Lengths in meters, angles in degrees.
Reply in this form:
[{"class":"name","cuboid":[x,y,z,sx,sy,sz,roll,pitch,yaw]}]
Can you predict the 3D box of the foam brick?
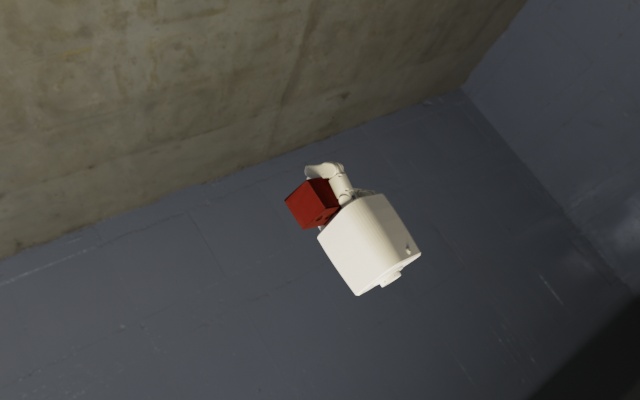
[{"class":"foam brick","cuboid":[0.000,0.002,0.678,0.053,0.051,0.078,-42,-18,32]}]
